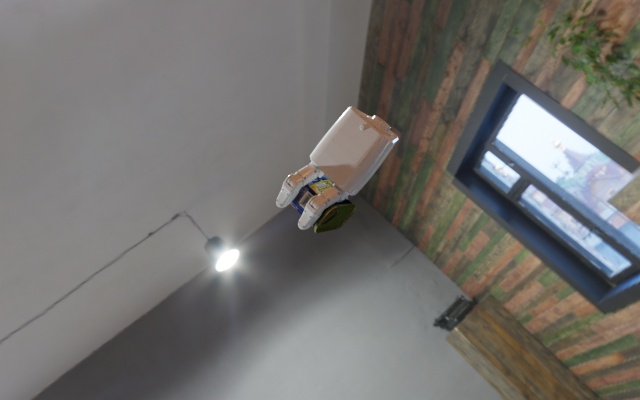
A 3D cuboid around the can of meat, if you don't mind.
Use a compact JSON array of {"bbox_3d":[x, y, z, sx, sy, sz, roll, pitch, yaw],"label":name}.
[{"bbox_3d":[0.000,0.002,0.800,0.084,0.057,0.102,45,23,20],"label":"can of meat"}]
